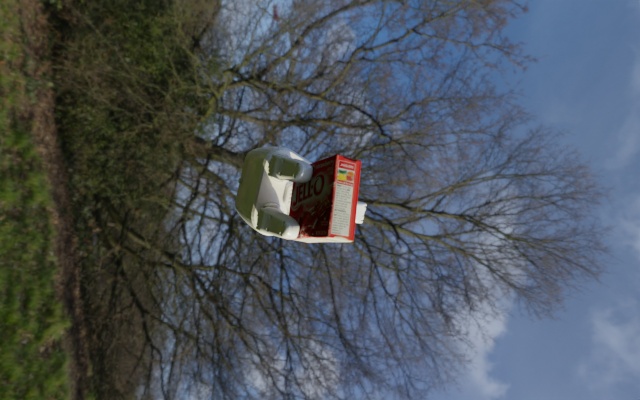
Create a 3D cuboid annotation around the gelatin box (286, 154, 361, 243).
[{"bbox_3d":[0.001,0.002,0.447,0.030,0.073,0.089,12,-10,-28],"label":"gelatin box"}]
